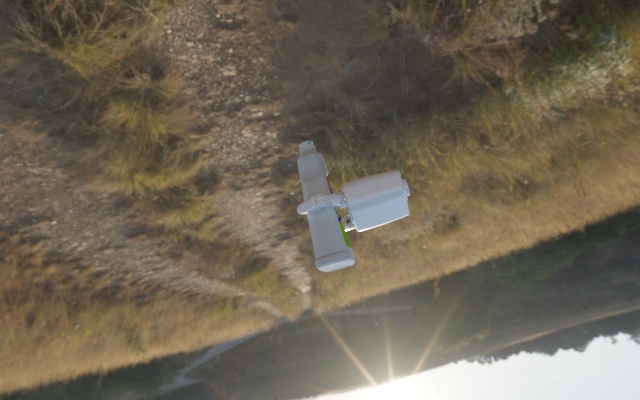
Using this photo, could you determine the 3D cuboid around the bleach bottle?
[{"bbox_3d":[0.000,0.003,0.897,0.068,0.250,0.102,-17,-16,8],"label":"bleach bottle"}]
